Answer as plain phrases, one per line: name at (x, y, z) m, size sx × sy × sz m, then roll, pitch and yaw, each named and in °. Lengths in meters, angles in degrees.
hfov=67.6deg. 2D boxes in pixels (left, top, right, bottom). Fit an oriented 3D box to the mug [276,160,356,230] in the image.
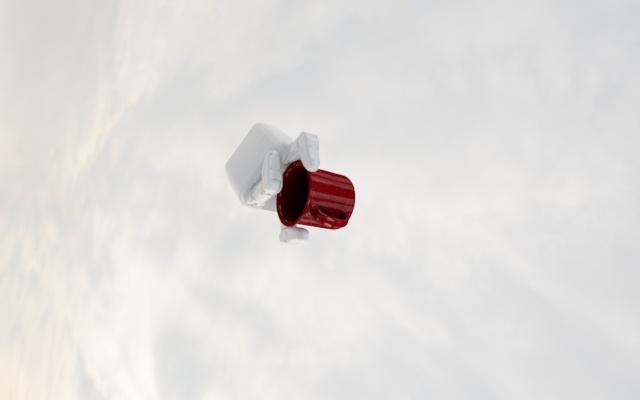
mug at (0.001, 0.003, 0.660) m, size 0.081 × 0.093 × 0.117 m, roll 12°, pitch 21°, yaw -32°
